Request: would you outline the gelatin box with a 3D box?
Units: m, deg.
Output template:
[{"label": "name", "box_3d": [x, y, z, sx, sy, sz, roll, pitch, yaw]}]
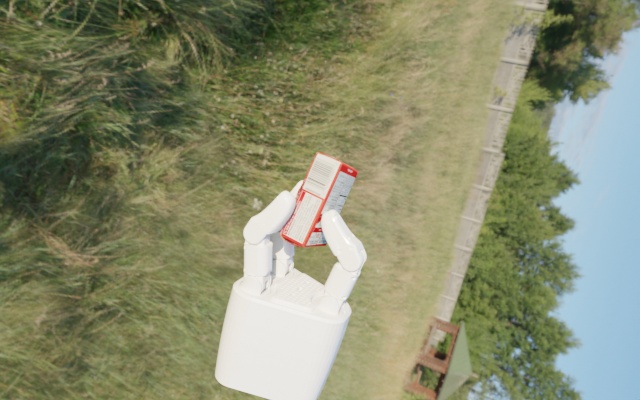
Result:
[{"label": "gelatin box", "box_3d": [0.001, 0.001, 0.470, 0.030, 0.089, 0.073, 26, 5, 16]}]
